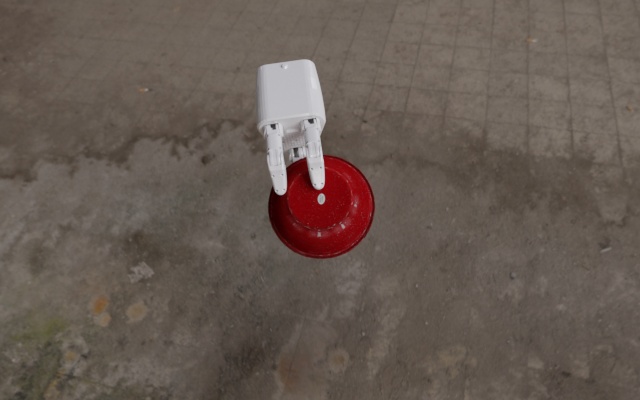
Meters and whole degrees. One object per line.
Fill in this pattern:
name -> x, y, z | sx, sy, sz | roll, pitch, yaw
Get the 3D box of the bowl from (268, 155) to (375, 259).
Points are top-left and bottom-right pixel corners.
bowl -> 0.001, 0.003, 0.695 | 0.162, 0.162, 0.055 | 0, -12, 2
